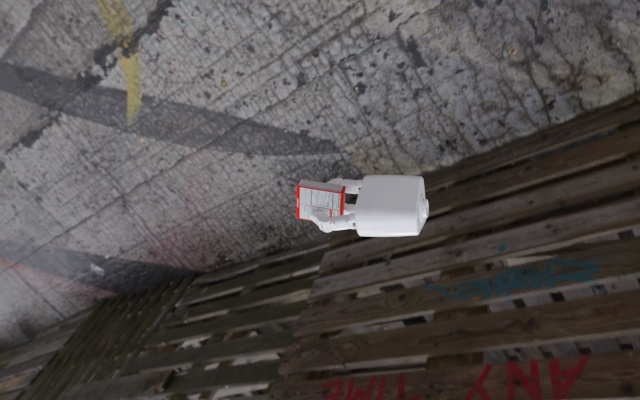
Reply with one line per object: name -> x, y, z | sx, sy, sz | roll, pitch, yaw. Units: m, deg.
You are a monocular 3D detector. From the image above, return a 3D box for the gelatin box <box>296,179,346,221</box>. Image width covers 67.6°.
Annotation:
gelatin box -> 0.000, 0.003, 0.884 | 0.089, 0.073, 0.030 | 9, 35, 10
